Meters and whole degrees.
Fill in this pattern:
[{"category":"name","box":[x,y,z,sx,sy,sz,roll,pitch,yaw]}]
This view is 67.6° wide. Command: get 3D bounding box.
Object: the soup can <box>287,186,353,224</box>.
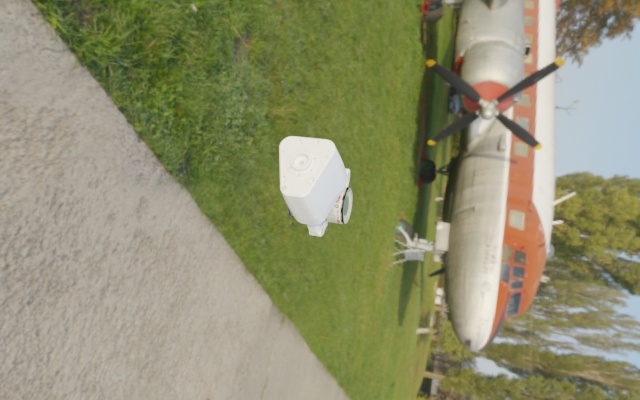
[{"category":"soup can","box":[0.000,0.003,0.853,0.102,0.068,0.068,8,2,16]}]
